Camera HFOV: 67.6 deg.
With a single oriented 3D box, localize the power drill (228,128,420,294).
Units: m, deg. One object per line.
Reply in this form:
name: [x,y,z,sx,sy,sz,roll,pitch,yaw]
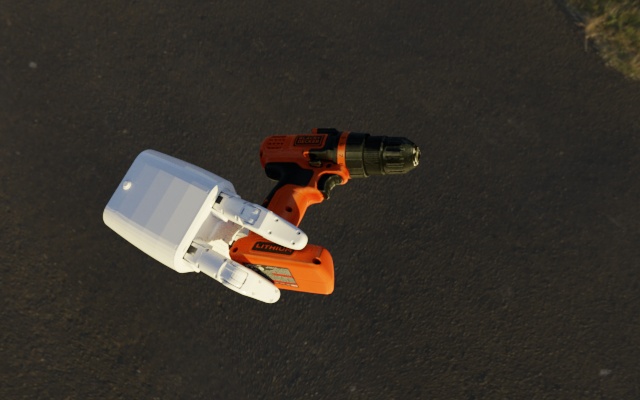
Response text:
power drill: [0.000,0.002,0.496,0.184,0.187,0.057,2,-40,23]
